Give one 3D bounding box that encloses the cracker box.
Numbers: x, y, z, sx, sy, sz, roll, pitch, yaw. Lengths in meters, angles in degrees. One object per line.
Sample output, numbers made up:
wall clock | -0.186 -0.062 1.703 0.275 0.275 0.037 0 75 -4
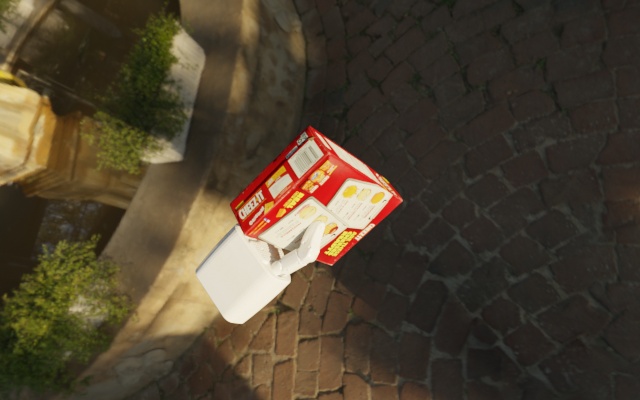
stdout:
cracker box | 0.000 0.002 0.711 0.164 0.072 0.214 -44 -36 16
